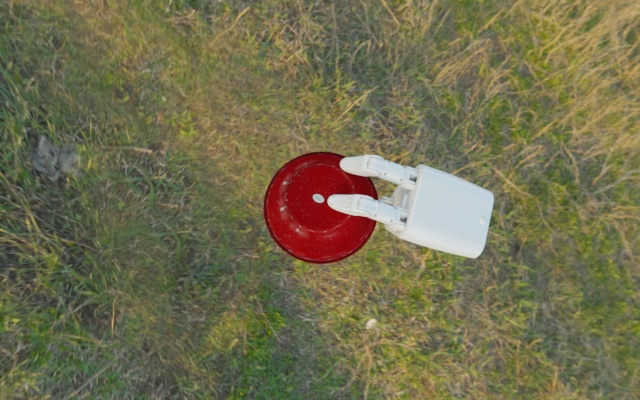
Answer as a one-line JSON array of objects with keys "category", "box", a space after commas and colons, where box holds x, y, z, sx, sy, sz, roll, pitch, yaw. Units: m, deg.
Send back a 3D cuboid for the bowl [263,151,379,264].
[{"category": "bowl", "box": [-0.001, 0.002, 0.641, 0.162, 0.162, 0.055, 0, -14, 2]}]
